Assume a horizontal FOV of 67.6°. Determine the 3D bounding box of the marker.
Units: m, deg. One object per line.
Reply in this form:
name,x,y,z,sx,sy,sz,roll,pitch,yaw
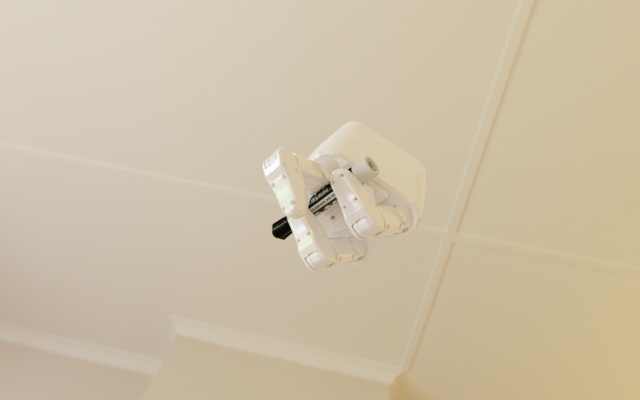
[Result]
marker,0.000,0.001,0.423,0.121,0.020,0.020,-36,-19,29
